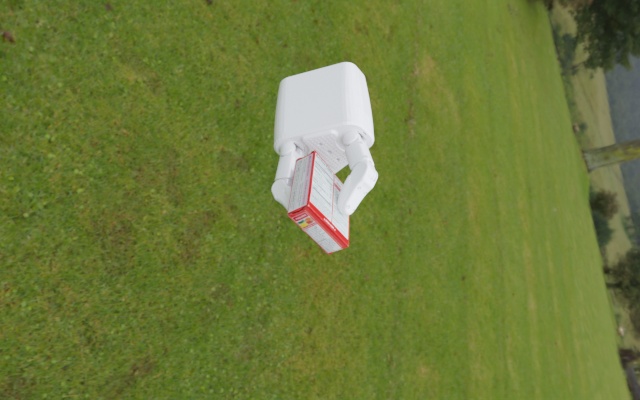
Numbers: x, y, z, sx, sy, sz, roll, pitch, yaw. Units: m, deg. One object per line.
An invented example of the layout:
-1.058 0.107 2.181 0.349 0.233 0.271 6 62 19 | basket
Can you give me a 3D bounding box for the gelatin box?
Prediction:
0.000 0.002 0.514 0.030 0.089 0.073 -25 -52 25 | gelatin box
